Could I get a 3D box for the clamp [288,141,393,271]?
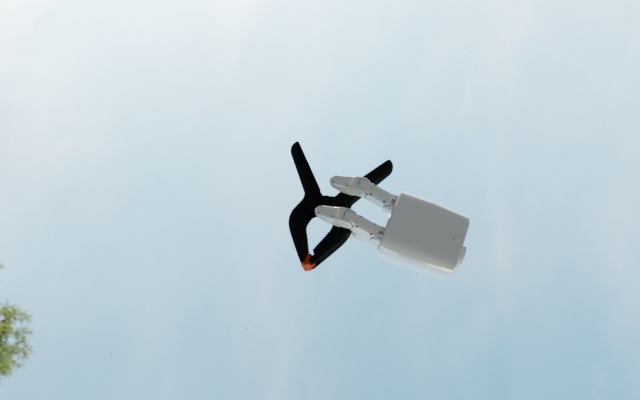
[{"bbox_3d":[0.000,0.003,0.716,0.164,0.210,0.036,18,-26,15],"label":"clamp"}]
